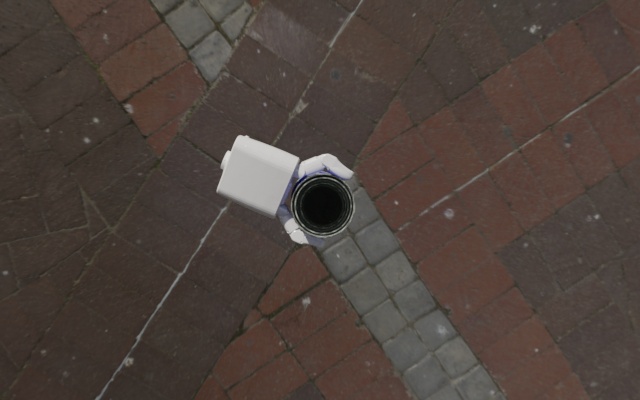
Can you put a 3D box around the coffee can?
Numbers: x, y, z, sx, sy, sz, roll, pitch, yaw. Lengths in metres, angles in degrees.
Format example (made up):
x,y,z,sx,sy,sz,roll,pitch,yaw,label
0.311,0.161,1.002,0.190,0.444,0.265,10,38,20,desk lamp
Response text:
x,y,z,sx,sy,sz,roll,pitch,yaw,label
0.000,0.003,0.819,0.103,0.103,0.140,0,5,-4,coffee can
